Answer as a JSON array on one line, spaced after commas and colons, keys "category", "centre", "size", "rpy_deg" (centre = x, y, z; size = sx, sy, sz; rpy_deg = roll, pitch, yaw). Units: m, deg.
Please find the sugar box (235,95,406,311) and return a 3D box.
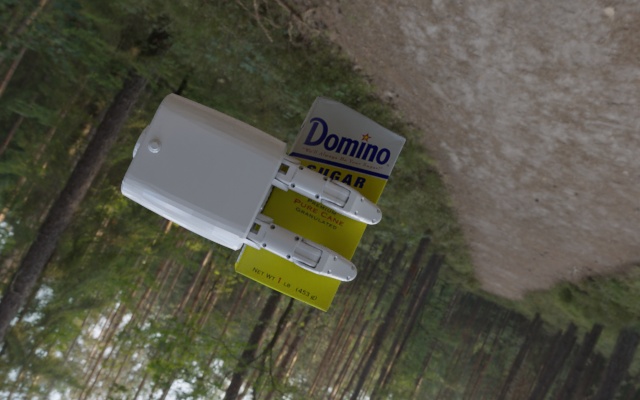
[{"category": "sugar box", "centre": [0.000, 0.001, 0.442], "size": [0.093, 0.176, 0.048], "rpy_deg": [25, -3, -9]}]
